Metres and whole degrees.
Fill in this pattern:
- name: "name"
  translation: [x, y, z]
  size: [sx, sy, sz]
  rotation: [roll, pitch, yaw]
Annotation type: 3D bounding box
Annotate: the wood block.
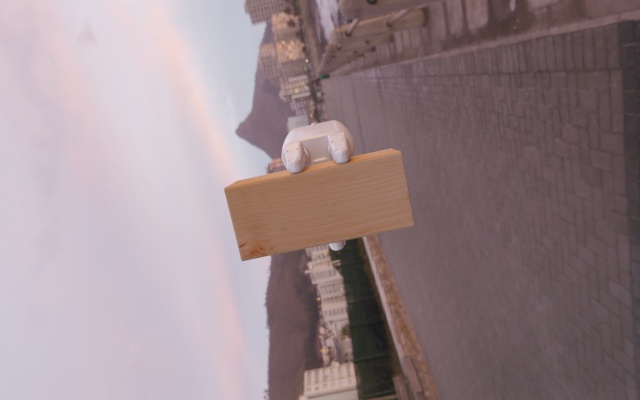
- name: "wood block"
  translation: [0.000, 0.002, 0.588]
  size: [0.206, 0.091, 0.090]
  rotation: [-12, 9, 2]
